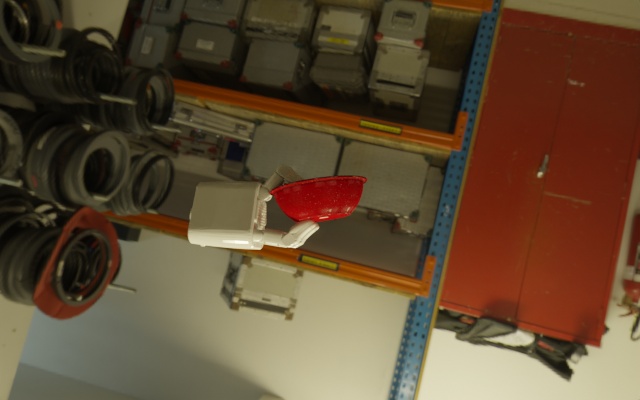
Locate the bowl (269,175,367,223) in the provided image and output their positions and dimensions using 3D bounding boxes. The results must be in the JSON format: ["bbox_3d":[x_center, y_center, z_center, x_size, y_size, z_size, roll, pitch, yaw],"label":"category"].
[{"bbox_3d":[0.001,0.003,0.776,0.162,0.055,0.162,-8,-8,-1],"label":"bowl"}]
